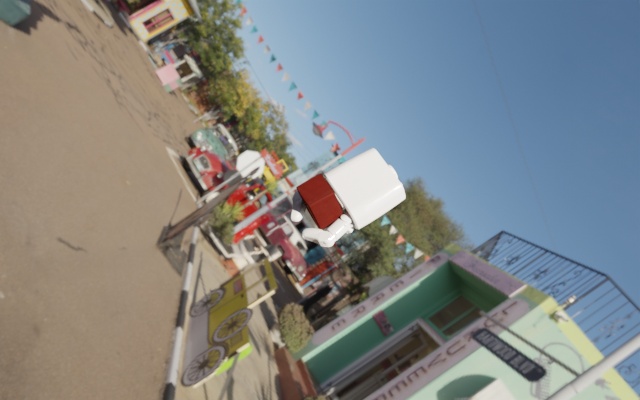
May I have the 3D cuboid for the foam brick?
[{"bbox_3d":[0.000,0.003,0.827,0.051,0.053,0.078,-30,-40,-4],"label":"foam brick"}]
